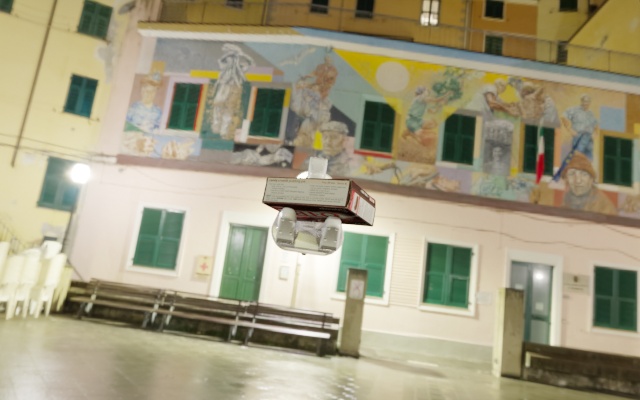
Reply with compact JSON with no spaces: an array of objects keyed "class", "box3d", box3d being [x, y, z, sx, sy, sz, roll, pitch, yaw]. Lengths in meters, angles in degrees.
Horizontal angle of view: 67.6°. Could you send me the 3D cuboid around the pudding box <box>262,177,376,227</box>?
[{"class":"pudding box","box3d":[0.000,0.002,0.578,0.113,0.039,0.090,1,-14,26]}]
